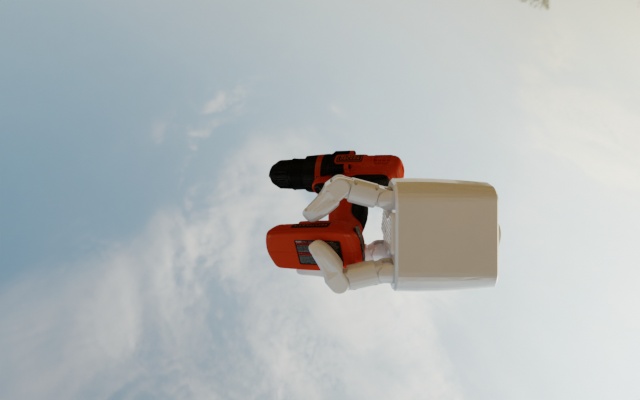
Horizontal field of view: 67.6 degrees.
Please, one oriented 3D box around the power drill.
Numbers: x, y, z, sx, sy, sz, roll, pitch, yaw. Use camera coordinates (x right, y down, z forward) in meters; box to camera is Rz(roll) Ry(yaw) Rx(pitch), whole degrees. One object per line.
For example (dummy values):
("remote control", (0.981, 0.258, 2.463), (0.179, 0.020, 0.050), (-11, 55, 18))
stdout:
("power drill", (0.000, 0.002, 0.580), (0.184, 0.057, 0.187), (-1, 36, 19))
